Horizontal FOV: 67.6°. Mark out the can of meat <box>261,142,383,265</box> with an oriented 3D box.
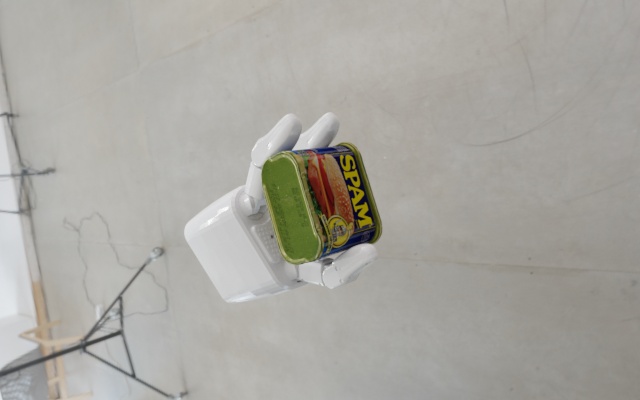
[{"bbox_3d":[0.000,0.002,0.432,0.057,0.102,0.084,-20,-6,43],"label":"can of meat"}]
